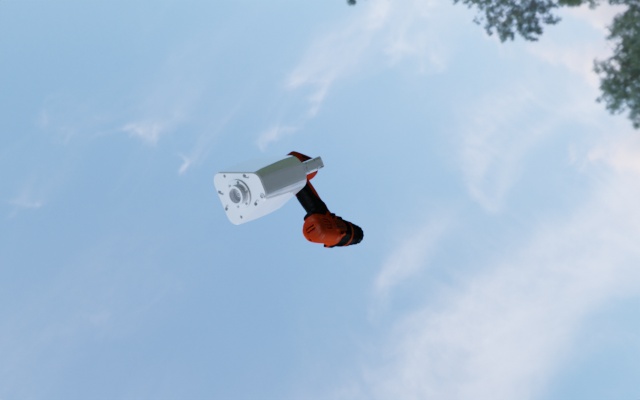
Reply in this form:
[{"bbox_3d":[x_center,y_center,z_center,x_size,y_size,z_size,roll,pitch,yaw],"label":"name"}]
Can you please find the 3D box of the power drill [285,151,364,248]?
[{"bbox_3d":[0.000,0.003,0.895,0.057,0.187,0.184,-38,-23,19],"label":"power drill"}]
